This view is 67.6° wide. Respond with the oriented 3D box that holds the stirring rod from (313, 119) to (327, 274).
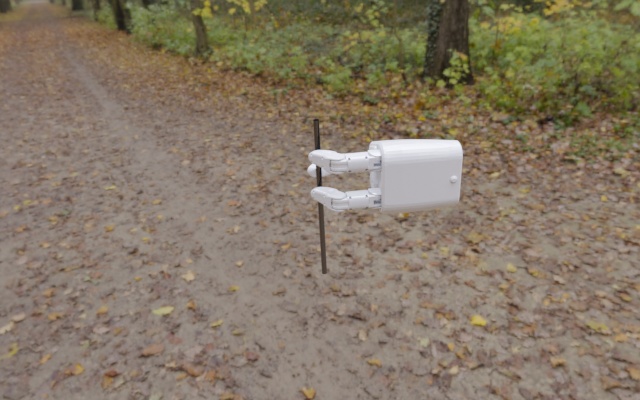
[{"bbox_3d":[0.000,0.002,0.683,0.011,0.240,0.011,-3,25,1],"label":"stirring rod"}]
